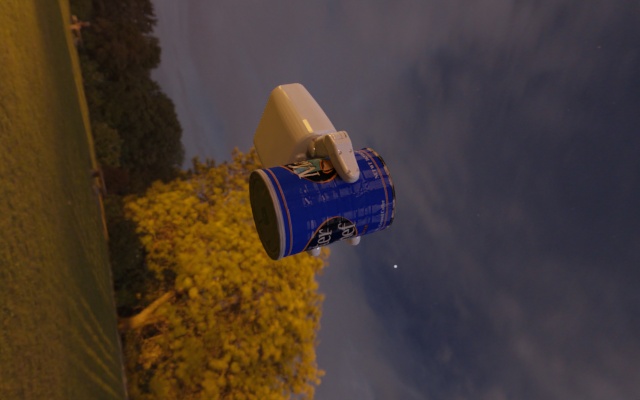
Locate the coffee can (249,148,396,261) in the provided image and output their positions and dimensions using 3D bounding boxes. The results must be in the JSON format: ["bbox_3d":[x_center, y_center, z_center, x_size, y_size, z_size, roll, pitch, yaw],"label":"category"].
[{"bbox_3d":[0.000,0.002,0.551,0.140,0.103,0.103,-13,5,-21],"label":"coffee can"}]
